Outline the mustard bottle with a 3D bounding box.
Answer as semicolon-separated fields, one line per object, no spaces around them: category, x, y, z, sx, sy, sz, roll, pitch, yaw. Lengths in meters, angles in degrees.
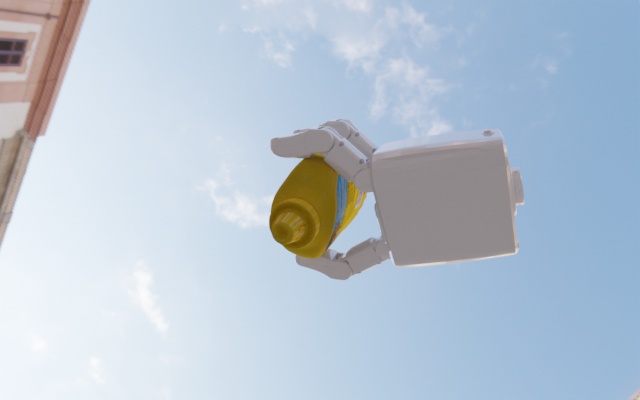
mustard bottle;0.000;0.001;0.451;0.058;0.096;0.191;16;19;13
